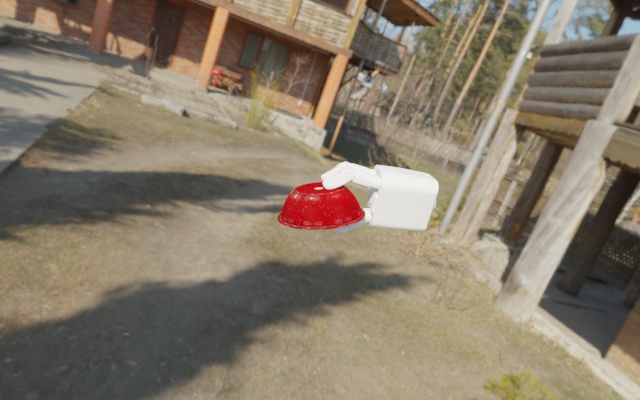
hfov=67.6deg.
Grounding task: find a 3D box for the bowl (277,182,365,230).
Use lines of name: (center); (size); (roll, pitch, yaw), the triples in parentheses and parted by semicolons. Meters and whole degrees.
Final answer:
bowl: (-0.001, 0.003, 0.867); (0.162, 0.055, 0.162); (-3, 15, 1)
